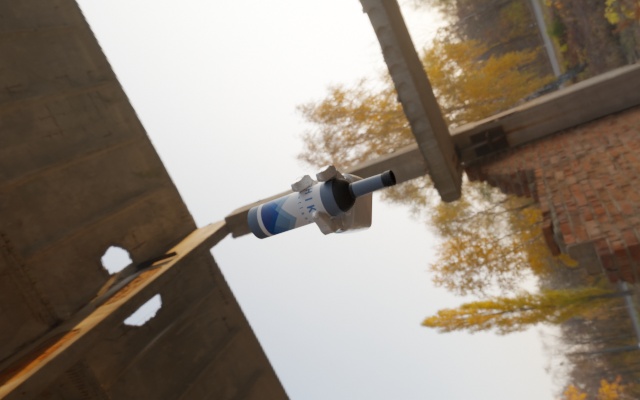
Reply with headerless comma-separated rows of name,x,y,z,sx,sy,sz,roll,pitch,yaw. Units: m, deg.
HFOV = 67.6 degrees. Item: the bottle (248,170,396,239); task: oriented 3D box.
bottle,0.000,0.003,0.887,0.296,0.069,0.069,-19,-9,26
